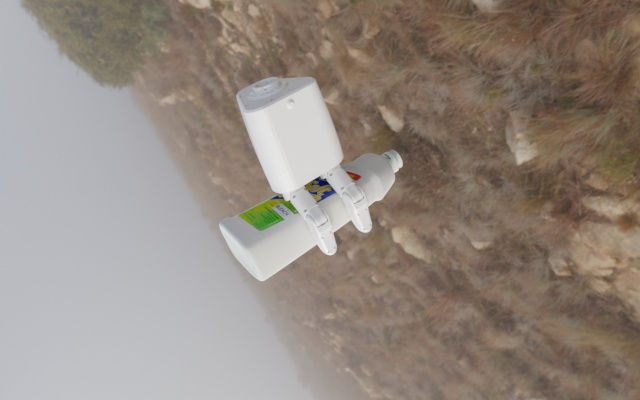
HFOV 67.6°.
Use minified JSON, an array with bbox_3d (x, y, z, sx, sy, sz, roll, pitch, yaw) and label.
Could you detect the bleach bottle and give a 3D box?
[{"bbox_3d":[0.000,0.002,0.627,0.251,0.068,0.102,-32,32,-20],"label":"bleach bottle"}]
